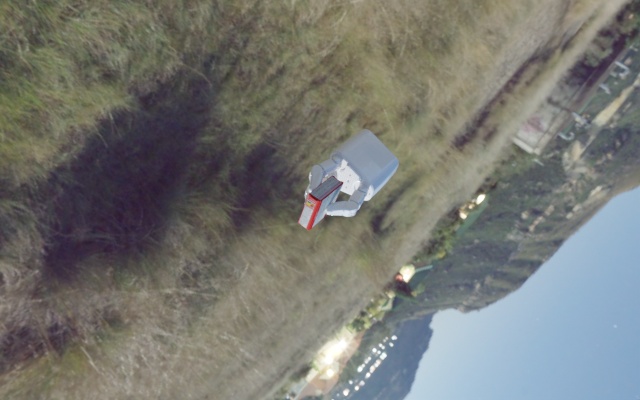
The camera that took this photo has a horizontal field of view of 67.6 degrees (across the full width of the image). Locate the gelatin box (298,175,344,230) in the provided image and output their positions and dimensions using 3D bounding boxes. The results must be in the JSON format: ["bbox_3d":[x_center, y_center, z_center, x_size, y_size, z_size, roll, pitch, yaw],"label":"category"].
[{"bbox_3d":[0.000,0.003,0.880,0.030,0.073,0.089,33,39,13],"label":"gelatin box"}]
